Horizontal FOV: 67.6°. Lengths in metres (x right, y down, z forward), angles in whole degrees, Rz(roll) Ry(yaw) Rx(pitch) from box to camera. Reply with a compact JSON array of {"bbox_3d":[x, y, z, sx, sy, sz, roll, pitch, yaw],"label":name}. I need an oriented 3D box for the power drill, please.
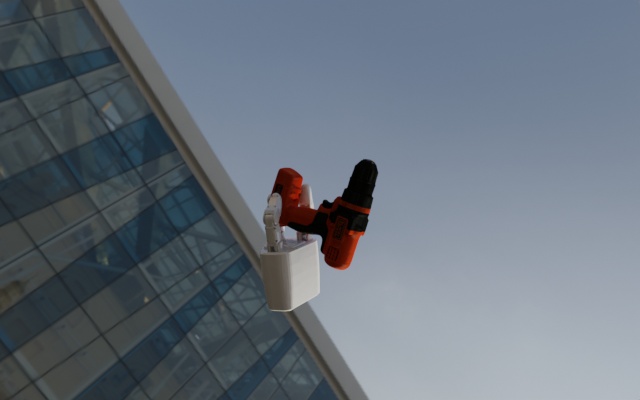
[{"bbox_3d":[0.000,0.003,0.809,0.187,0.184,0.057,22,6,38],"label":"power drill"}]
